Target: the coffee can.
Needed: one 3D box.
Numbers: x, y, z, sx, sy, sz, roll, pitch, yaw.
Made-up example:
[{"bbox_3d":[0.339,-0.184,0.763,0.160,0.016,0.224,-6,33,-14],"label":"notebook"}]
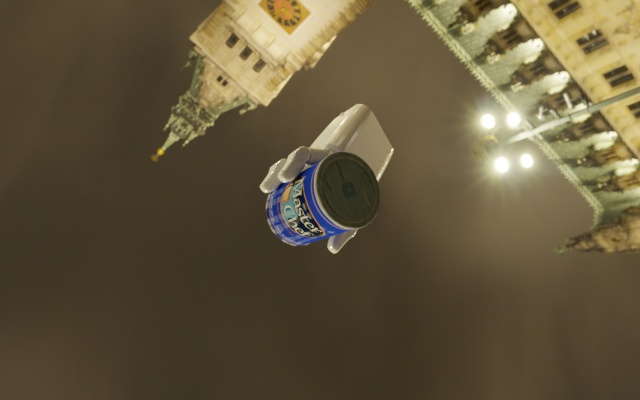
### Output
[{"bbox_3d":[0.000,0.002,0.667,0.103,0.102,0.140,0,-14,-34],"label":"coffee can"}]
